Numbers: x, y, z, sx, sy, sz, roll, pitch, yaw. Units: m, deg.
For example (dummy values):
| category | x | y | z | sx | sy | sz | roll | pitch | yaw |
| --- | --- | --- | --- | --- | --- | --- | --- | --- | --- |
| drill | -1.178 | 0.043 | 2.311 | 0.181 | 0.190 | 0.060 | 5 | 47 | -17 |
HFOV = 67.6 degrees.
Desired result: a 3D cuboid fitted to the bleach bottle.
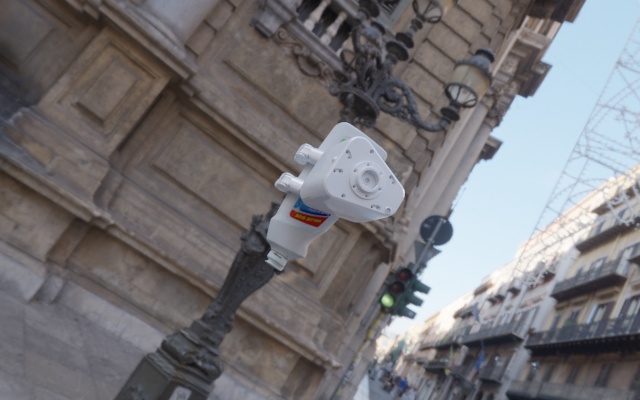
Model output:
| category | x | y | z | sx | sy | sz | roll | pitch | yaw |
| --- | --- | --- | --- | --- | --- | --- | --- | --- | --- |
| bleach bottle | 0.000 | 0.002 | 0.757 | 0.102 | 0.250 | 0.068 | 36 | -14 | -12 |
